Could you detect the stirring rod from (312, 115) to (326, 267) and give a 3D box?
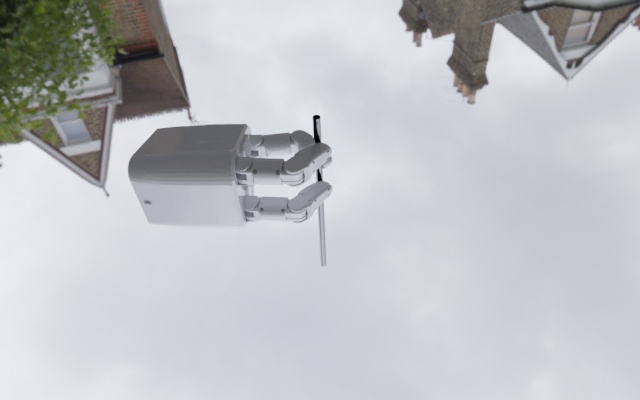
[{"bbox_3d":[0.000,0.002,0.555,0.011,0.011,0.240,0,-44,3],"label":"stirring rod"}]
